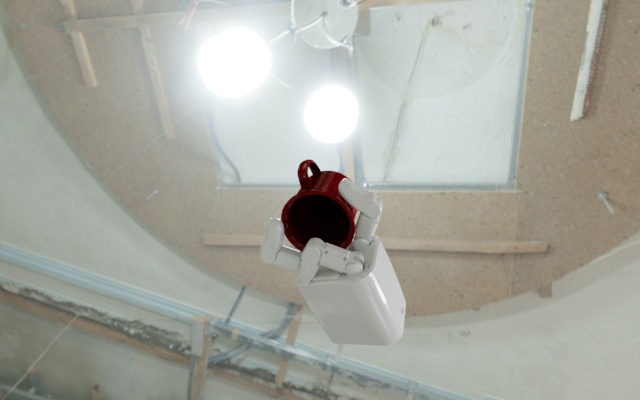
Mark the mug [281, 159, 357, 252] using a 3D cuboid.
[{"bbox_3d":[-0.001,0.001,0.610,0.093,0.117,0.081,-17,21,21],"label":"mug"}]
